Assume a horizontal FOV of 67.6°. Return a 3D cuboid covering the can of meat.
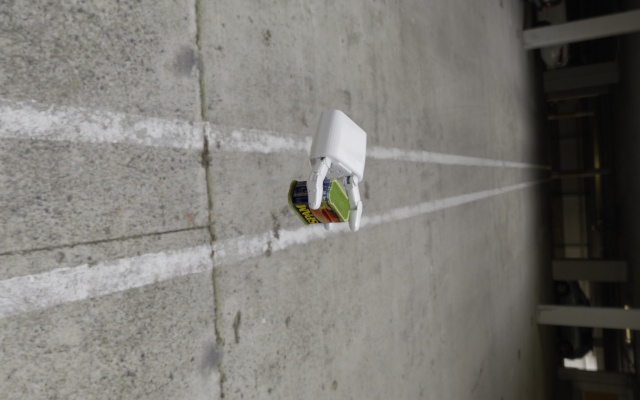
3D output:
[{"bbox_3d":[0.000,0.003,0.892,0.084,0.057,0.102,-4,-33,25],"label":"can of meat"}]
